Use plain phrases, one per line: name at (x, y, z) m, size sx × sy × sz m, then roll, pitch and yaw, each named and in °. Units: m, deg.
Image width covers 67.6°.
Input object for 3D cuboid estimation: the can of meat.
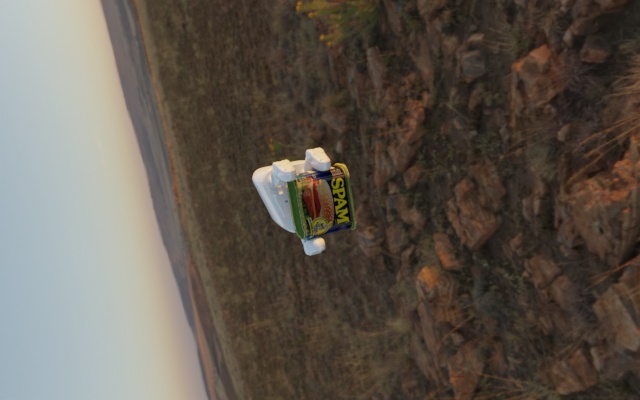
can of meat at (0.000, 0.003, 0.716) m, size 0.084 × 0.102 × 0.057 m, roll -13°, pitch 13°, yaw -18°
